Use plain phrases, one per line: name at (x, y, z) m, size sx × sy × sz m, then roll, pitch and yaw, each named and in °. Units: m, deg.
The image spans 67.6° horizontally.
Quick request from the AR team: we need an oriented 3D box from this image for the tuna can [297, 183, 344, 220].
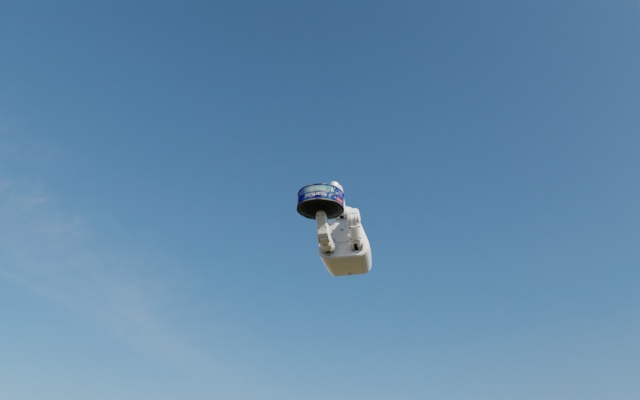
tuna can at (0.000, 0.002, 0.864) m, size 0.086 × 0.033 × 0.086 m, roll 1°, pitch -27°, yaw 1°
